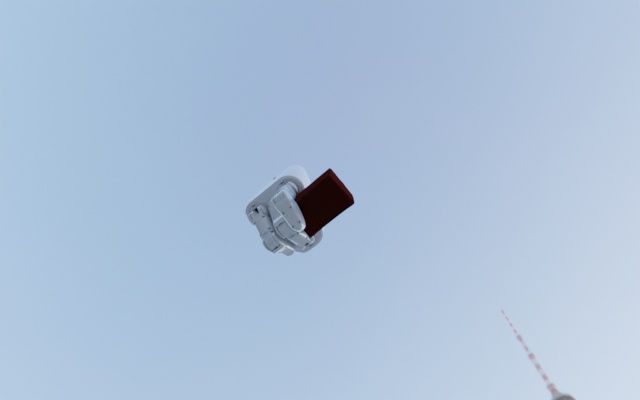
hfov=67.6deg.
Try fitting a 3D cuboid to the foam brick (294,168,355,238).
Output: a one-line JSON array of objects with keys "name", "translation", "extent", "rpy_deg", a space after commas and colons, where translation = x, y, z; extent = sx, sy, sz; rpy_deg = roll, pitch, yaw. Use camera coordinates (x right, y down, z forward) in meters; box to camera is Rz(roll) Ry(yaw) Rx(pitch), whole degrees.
[{"name": "foam brick", "translation": [0.000, 0.002, 0.649], "extent": [0.078, 0.053, 0.051], "rpy_deg": [-38, 10, 12]}]
